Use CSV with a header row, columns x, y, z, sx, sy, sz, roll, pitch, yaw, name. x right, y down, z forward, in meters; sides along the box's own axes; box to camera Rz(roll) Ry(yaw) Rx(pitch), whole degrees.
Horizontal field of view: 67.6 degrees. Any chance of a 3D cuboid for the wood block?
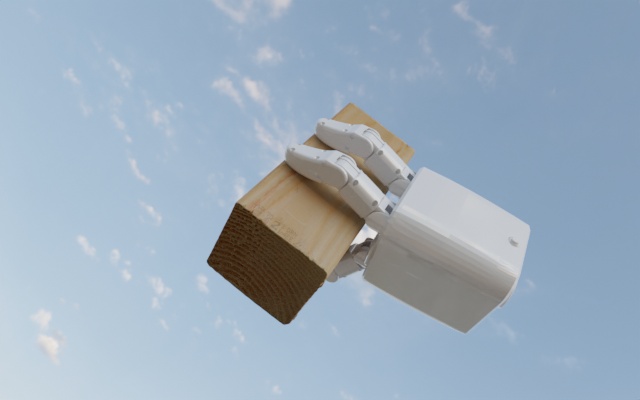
x,y,z,sx,sy,sz,roll,pitch,yaw,name
0.000,0.002,0.450,0.090,0.091,0.206,38,42,4,wood block
